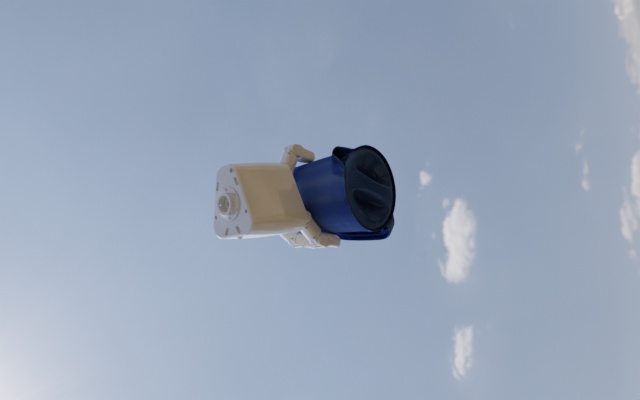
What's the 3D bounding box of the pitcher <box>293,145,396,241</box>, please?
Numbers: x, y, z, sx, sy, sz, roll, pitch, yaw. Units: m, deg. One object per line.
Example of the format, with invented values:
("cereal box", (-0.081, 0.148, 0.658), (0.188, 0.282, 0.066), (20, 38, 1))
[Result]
("pitcher", (0.000, 0.003, 0.807), (0.243, 0.149, 0.145), (-9, -4, 42))
